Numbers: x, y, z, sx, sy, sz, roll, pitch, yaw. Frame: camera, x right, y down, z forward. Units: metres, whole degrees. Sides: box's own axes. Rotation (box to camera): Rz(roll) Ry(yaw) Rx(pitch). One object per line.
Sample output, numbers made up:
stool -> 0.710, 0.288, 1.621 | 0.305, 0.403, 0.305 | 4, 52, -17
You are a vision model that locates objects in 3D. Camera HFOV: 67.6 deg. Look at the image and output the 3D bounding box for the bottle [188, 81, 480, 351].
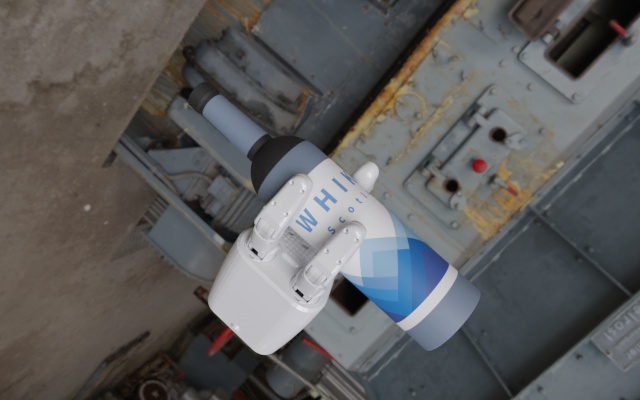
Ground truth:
bottle -> 0.000, 0.001, 0.411 | 0.295, 0.069, 0.069 | 42, 6, 6
